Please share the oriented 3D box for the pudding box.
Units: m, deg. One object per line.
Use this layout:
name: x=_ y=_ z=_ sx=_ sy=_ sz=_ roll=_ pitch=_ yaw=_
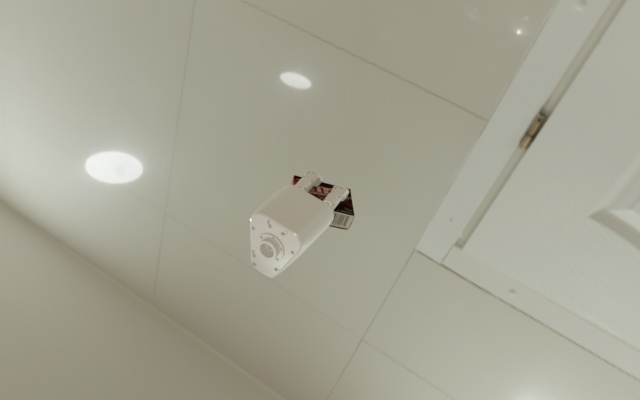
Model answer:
pudding box: x=0.000 y=0.003 z=0.851 sx=0.113 sy=0.039 sz=0.090 roll=15 pitch=32 yaw=-12
